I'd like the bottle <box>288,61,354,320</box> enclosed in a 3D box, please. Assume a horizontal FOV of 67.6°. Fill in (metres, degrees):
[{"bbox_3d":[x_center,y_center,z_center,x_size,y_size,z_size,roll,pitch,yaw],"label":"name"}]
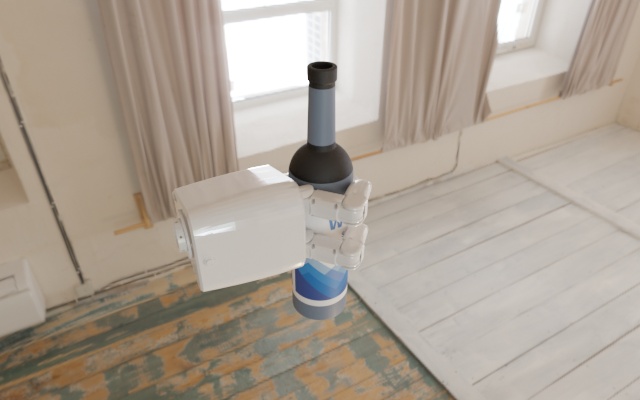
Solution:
[{"bbox_3d":[0.000,0.002,0.507,0.069,0.296,0.069,0,35,0],"label":"bottle"}]
